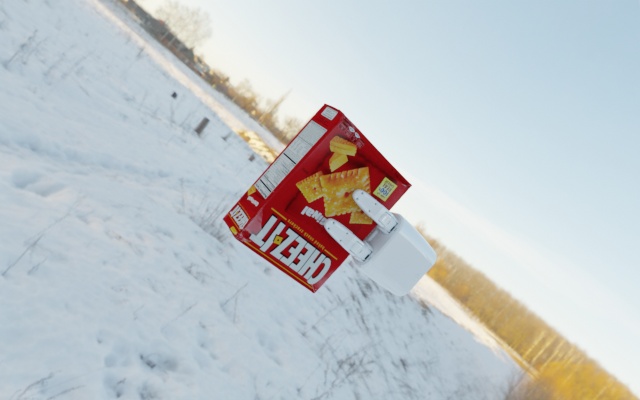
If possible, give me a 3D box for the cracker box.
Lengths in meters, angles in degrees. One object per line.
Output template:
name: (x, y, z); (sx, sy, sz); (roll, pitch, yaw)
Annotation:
cracker box: (0.000, 0.002, 0.664); (0.164, 0.213, 0.072); (41, 1, -33)
